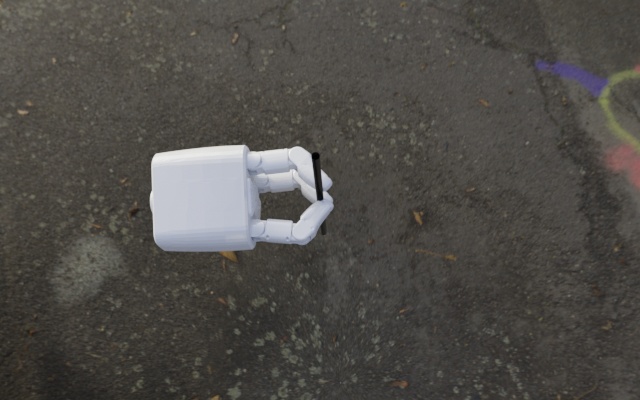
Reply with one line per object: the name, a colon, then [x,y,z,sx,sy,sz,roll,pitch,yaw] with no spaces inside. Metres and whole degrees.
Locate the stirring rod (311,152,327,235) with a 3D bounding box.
stirring rod: [0.000,0.002,0.552,0.011,0.011,0.240,0,-21,2]
